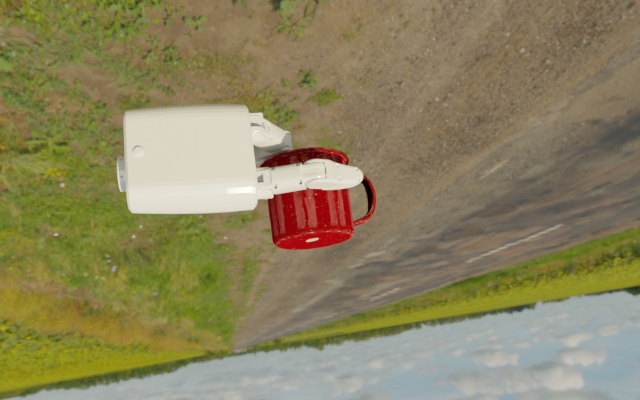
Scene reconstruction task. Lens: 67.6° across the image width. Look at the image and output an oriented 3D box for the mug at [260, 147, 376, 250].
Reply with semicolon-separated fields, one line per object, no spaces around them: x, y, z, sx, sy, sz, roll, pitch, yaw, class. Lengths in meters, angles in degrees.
0.001;0.002;0.483;0.117;0.081;0.093;-3;-17;-16;mug
